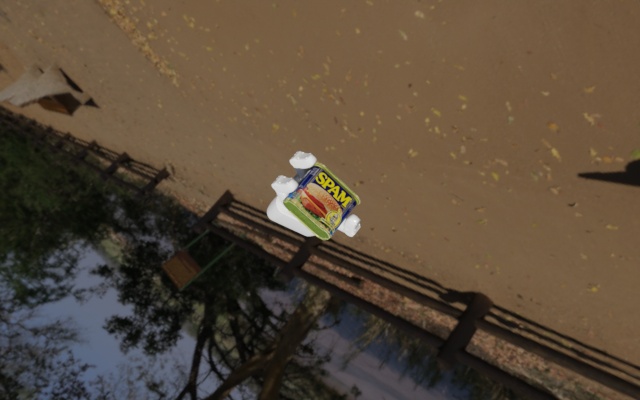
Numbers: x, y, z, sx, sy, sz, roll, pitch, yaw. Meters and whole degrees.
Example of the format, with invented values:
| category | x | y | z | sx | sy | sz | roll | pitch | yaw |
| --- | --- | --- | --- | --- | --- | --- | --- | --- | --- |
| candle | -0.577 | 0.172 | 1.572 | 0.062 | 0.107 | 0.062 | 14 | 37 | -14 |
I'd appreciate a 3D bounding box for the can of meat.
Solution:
| category | x | y | z | sx | sy | sz | roll | pitch | yaw |
| --- | --- | --- | --- | --- | --- | --- | --- | --- | --- |
| can of meat | 0.000 | 0.003 | 0.784 | 0.102 | 0.084 | 0.057 | 42 | -20 | -9 |
